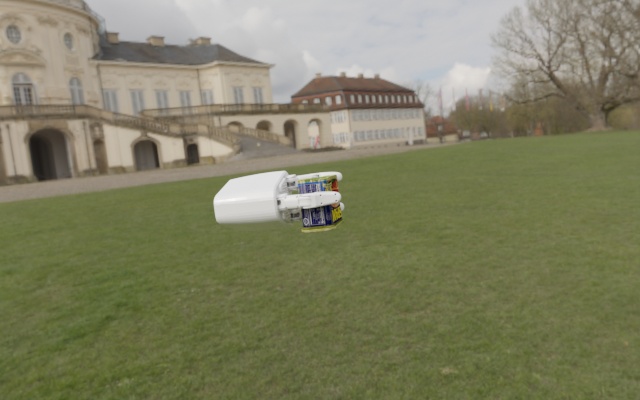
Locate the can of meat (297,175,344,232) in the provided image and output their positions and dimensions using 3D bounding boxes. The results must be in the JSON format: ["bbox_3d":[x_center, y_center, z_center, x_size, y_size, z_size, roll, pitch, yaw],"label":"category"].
[{"bbox_3d":[0.000,0.002,0.795,0.057,0.084,0.102,-6,4,14],"label":"can of meat"}]
